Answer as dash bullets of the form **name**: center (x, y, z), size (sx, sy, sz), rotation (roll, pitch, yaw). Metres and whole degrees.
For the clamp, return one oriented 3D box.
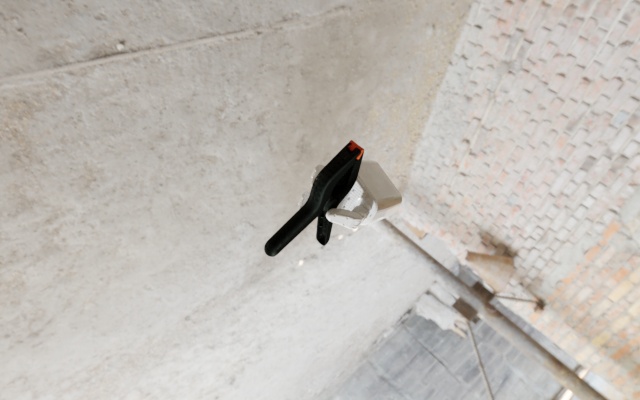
- **clamp**: center (0.001, 0.002, 0.745), size (0.036, 0.210, 0.164), rotation (40, 28, 24)
